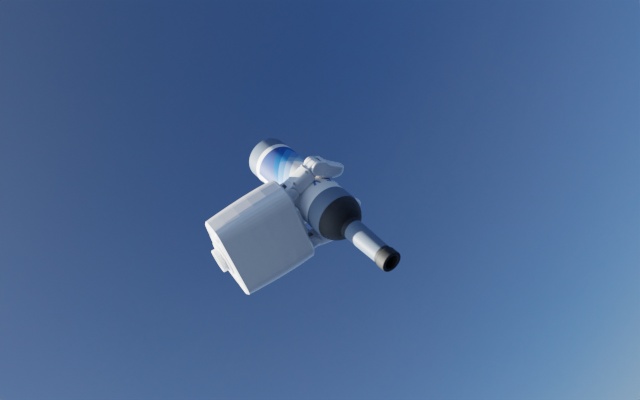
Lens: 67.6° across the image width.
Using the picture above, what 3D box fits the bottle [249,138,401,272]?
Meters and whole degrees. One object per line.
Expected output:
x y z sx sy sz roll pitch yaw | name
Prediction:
0.000 0.002 0.650 0.069 0.069 0.295 0 28 -40 | bottle
